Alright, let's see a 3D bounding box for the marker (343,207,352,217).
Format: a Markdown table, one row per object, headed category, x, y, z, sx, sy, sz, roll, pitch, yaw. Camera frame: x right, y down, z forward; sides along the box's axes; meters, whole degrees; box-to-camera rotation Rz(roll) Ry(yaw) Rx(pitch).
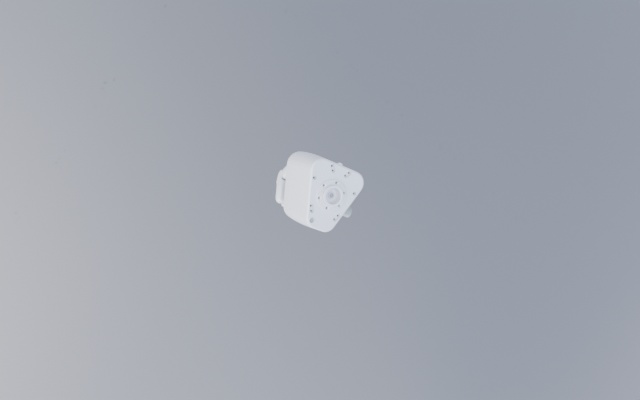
| category | x | y | z | sx | sy | sz | roll | pitch | yaw |
| --- | --- | --- | --- | --- | --- | --- | --- | --- | --- |
| marker | 0.000 | 0.003 | 0.835 | 0.121 | 0.020 | 0.020 | 20 | -9 | -24 |
